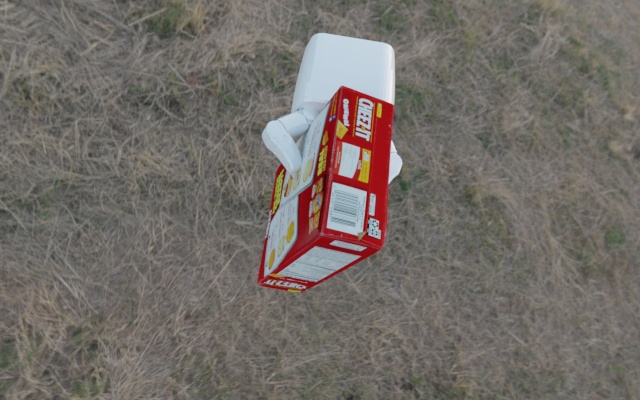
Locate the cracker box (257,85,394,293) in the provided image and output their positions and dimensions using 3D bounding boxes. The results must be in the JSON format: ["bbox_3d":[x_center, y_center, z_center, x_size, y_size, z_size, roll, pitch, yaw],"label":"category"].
[{"bbox_3d":[0.000,0.002,0.539,0.072,0.164,0.214,16,-26,-17],"label":"cracker box"}]
